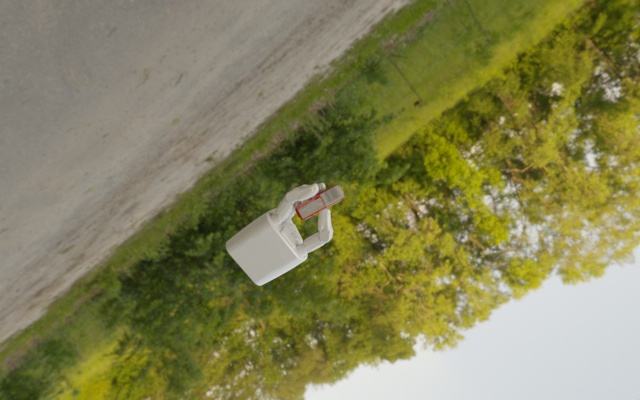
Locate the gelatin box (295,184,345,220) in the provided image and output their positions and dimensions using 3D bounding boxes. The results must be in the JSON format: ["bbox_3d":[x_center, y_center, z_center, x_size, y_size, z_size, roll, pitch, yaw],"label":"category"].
[{"bbox_3d":[0.001,0.003,0.862,0.089,0.030,0.073,-29,-1,3],"label":"gelatin box"}]
